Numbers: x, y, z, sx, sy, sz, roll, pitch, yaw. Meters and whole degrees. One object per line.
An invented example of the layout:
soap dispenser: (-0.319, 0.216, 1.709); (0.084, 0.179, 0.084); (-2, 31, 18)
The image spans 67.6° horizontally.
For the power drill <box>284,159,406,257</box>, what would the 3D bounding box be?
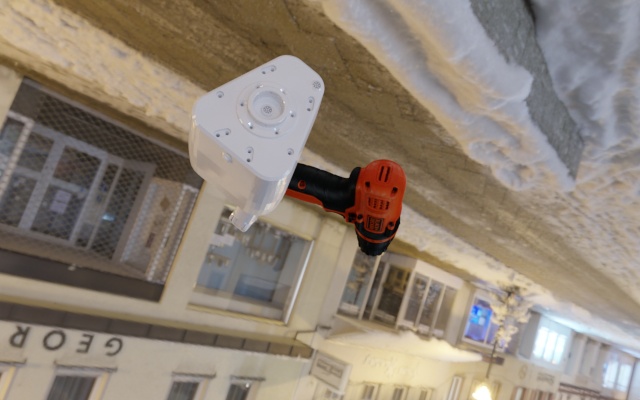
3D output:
power drill: (0.000, 0.002, 0.549); (0.187, 0.057, 0.184); (11, -29, 8)
